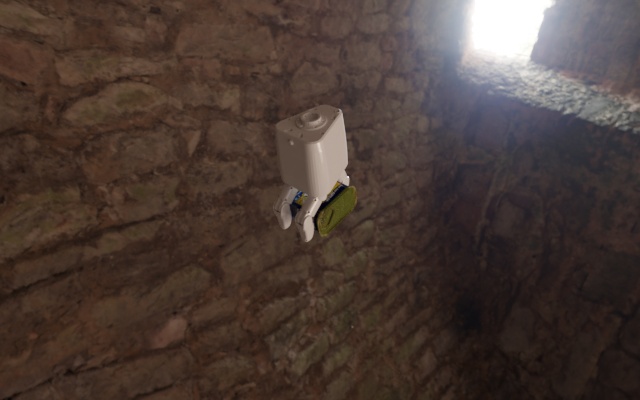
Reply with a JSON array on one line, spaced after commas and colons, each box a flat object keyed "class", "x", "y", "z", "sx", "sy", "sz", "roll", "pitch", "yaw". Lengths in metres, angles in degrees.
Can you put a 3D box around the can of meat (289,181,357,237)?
[{"class": "can of meat", "x": 0.000, "y": 0.003, "z": 0.840, "sx": 0.084, "sy": 0.057, "sz": 0.102, "roll": 27, "pitch": 56, "yaw": 32}]
